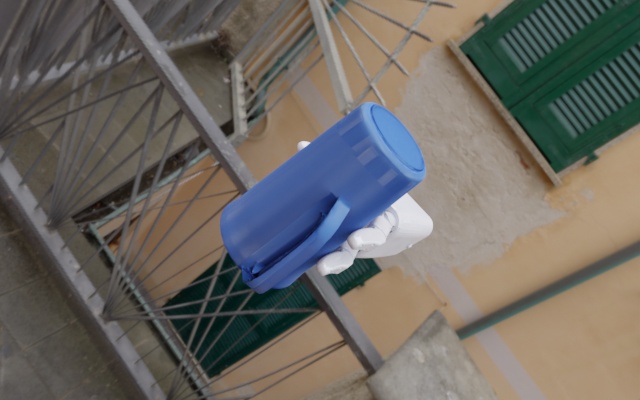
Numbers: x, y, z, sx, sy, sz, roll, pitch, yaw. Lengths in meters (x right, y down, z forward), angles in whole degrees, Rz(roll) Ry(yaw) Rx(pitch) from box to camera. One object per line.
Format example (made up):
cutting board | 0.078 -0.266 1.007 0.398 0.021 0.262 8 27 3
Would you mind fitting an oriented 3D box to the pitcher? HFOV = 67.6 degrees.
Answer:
pitcher | 0.000 0.002 0.569 0.243 0.149 0.145 -38 -26 28
